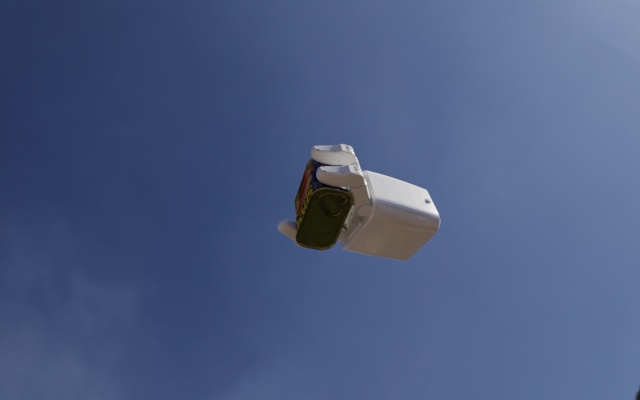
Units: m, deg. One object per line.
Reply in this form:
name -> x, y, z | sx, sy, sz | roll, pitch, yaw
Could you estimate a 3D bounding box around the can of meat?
can of meat -> 0.000, 0.002, 0.658 | 0.057, 0.102, 0.084 | 11, 35, -15
